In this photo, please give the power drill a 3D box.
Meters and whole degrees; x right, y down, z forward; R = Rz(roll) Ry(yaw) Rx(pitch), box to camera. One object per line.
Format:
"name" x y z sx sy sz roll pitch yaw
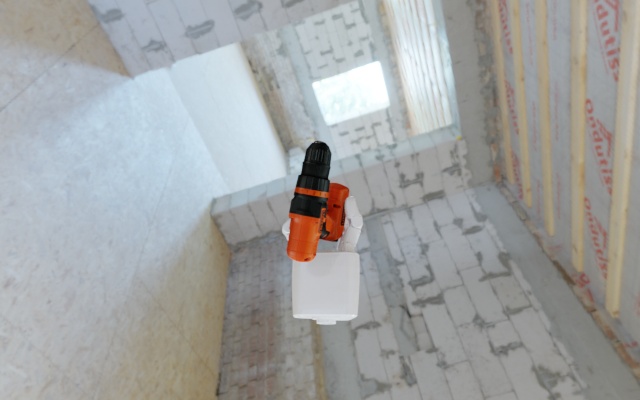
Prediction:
"power drill" 0.000 0.003 0.788 0.057 0.184 0.187 12 2 16
